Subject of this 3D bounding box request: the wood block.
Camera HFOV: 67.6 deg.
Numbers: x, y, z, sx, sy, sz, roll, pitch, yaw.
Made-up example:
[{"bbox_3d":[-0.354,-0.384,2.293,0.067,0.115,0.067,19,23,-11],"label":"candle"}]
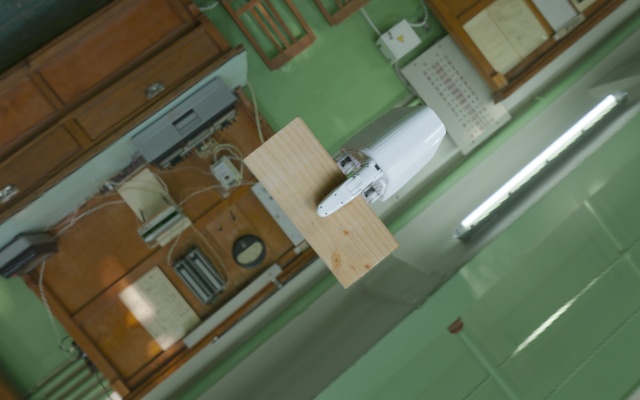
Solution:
[{"bbox_3d":[0.001,0.002,0.633,0.090,0.206,0.091,-39,2,-1],"label":"wood block"}]
